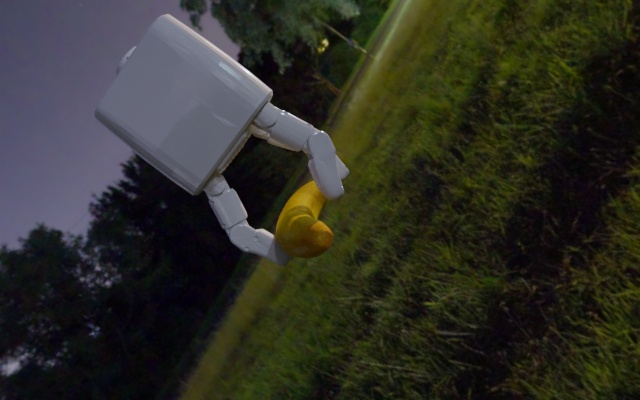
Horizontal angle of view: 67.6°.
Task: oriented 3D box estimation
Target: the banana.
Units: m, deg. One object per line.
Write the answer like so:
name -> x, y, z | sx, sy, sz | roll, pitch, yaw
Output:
banana -> -0.012, 0.013, 0.443 | 0.037, 0.070, 0.197 | 41, 18, -9
